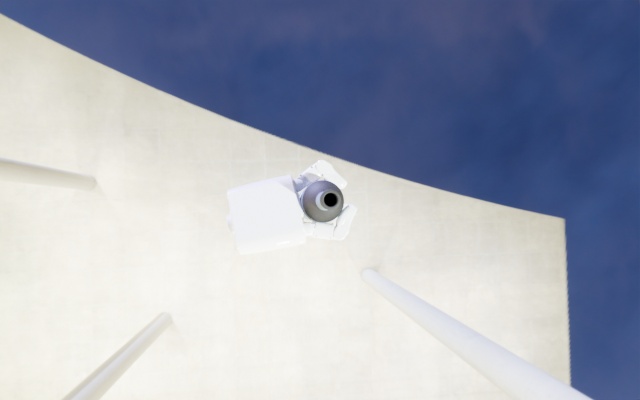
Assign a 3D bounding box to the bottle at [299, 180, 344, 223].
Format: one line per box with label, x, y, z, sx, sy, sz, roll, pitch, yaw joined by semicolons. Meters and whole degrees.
bottle;0.000;0.003;0.774;0.069;0.069;0.296;0;-1;-5
